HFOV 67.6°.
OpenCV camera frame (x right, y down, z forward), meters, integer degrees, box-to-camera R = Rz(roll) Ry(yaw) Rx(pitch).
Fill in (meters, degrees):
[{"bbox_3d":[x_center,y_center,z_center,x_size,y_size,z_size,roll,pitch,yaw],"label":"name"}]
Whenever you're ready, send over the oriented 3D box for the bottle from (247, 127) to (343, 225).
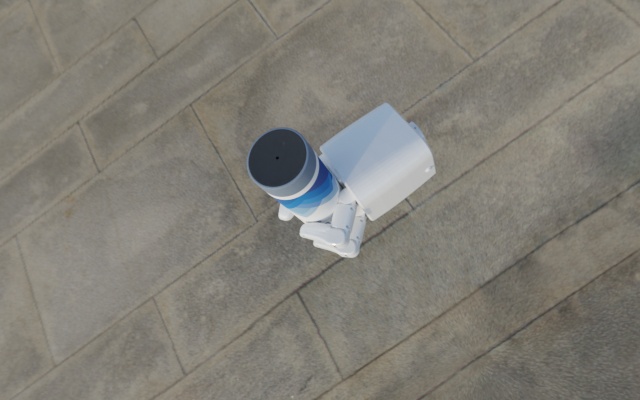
[{"bbox_3d":[0.000,0.002,0.605,0.069,0.069,0.296,0,-18,18],"label":"bottle"}]
